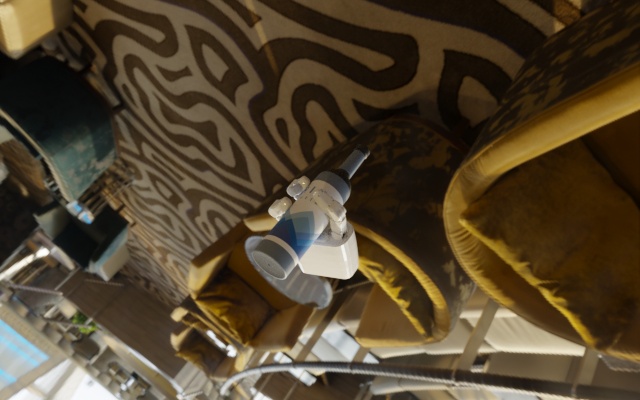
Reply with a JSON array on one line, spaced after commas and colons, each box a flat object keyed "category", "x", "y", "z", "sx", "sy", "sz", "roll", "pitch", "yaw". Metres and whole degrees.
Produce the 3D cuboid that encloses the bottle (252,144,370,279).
[{"category": "bottle", "x": 0.000, "y": 0.003, "z": 0.815, "sx": 0.069, "sy": 0.069, "sz": 0.295, "roll": 0, "pitch": 42, "yaw": 47}]
